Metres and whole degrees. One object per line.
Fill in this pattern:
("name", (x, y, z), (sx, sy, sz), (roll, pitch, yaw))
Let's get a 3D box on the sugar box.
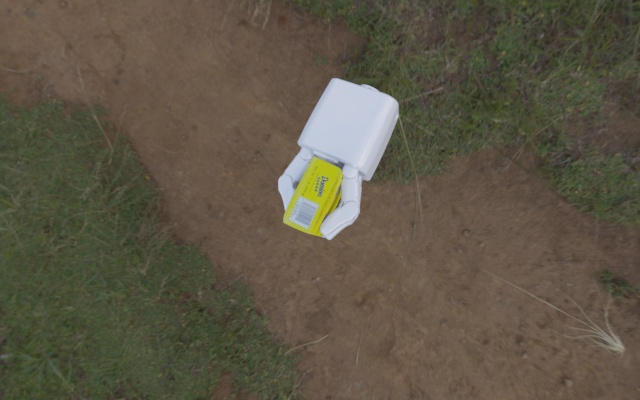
("sugar box", (0.001, 0.002, 0.676), (0.048, 0.093, 0.176), (26, -1, 12))
